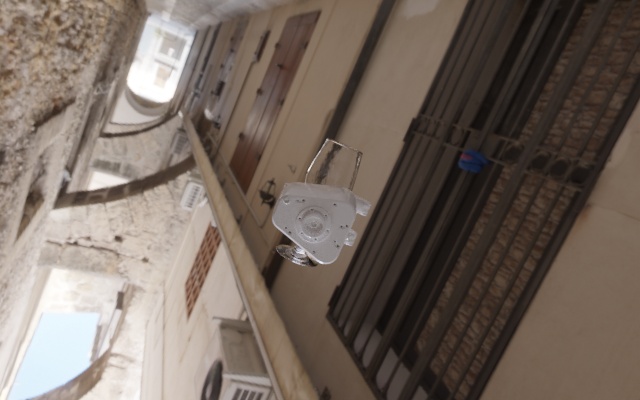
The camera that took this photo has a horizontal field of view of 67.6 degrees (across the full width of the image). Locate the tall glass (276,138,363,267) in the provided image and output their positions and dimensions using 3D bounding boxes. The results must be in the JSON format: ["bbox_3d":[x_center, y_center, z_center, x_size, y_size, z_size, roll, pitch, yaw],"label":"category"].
[{"bbox_3d":[0.000,0.003,0.776,0.079,0.201,0.079,23,9,-4],"label":"tall glass"}]
